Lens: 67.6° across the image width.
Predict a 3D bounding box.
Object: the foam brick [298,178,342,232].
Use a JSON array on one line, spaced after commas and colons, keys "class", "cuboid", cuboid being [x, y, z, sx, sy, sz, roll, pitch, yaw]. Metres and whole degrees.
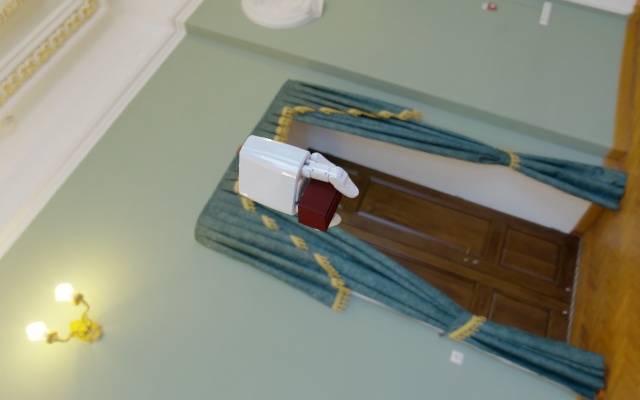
[{"class": "foam brick", "cuboid": [0.000, 0.003, 0.784, 0.051, 0.078, 0.053, 19, -32, 11]}]
